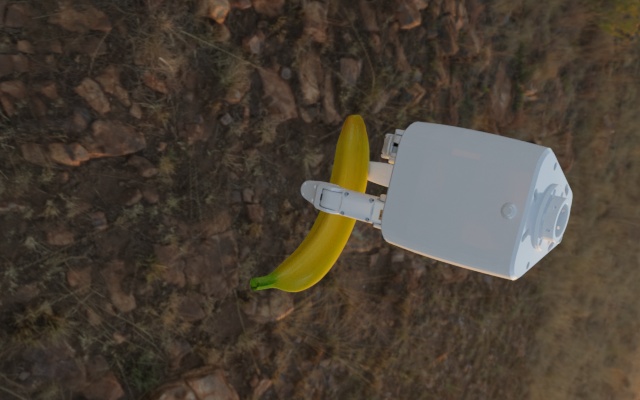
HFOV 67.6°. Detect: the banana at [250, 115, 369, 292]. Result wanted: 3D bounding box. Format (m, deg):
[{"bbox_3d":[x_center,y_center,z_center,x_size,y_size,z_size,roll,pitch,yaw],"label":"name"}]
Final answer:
[{"bbox_3d":[0.008,0.013,0.472,0.037,0.197,0.070,19,-15,41],"label":"banana"}]
